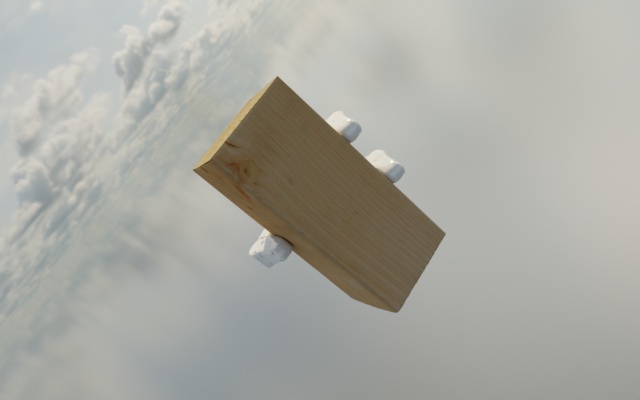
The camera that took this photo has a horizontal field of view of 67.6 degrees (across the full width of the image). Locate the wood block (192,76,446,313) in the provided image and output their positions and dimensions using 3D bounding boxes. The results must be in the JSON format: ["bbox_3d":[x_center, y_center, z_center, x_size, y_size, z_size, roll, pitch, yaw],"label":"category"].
[{"bbox_3d":[0.000,0.002,0.432,0.206,0.091,0.090,40,-16,-17],"label":"wood block"}]
